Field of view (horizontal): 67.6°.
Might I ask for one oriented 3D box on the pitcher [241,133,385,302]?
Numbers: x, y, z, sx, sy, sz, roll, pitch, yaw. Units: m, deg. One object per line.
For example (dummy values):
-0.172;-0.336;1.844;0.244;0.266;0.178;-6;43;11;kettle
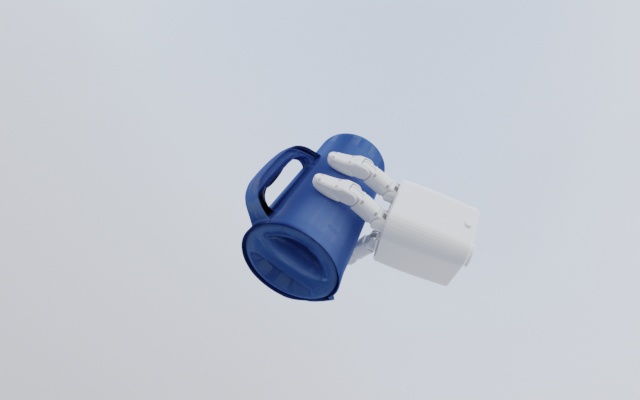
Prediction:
0.000;0.002;0.656;0.145;0.149;0.242;22;45;10;pitcher
